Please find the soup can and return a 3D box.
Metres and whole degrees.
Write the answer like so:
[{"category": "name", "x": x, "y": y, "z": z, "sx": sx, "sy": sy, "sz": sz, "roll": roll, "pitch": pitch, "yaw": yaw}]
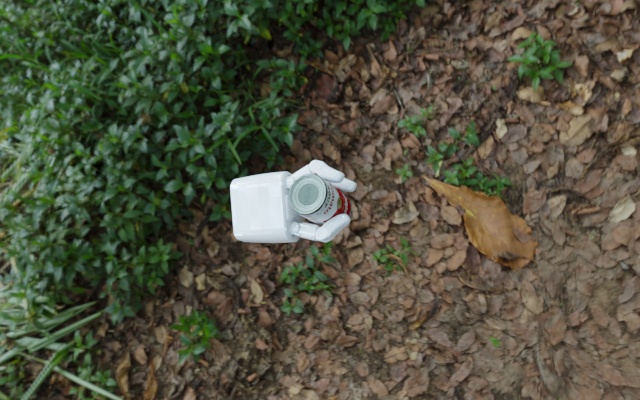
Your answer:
[{"category": "soup can", "x": 0.000, "y": 0.003, "z": 0.768, "sx": 0.068, "sy": 0.068, "sz": 0.102, "roll": 0, "pitch": -15, "yaw": 26}]
